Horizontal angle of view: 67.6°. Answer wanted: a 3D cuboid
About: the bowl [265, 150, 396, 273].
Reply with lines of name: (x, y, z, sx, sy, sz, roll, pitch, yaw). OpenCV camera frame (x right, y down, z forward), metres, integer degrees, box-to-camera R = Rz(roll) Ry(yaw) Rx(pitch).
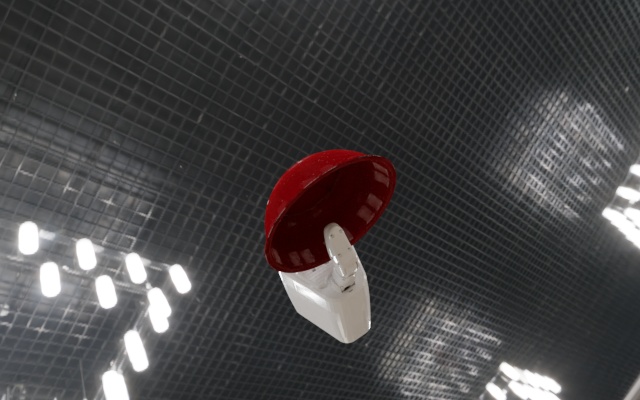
bowl: (0.000, 0.000, 0.501, 0.162, 0.162, 0.055, 0, 42, -48)
